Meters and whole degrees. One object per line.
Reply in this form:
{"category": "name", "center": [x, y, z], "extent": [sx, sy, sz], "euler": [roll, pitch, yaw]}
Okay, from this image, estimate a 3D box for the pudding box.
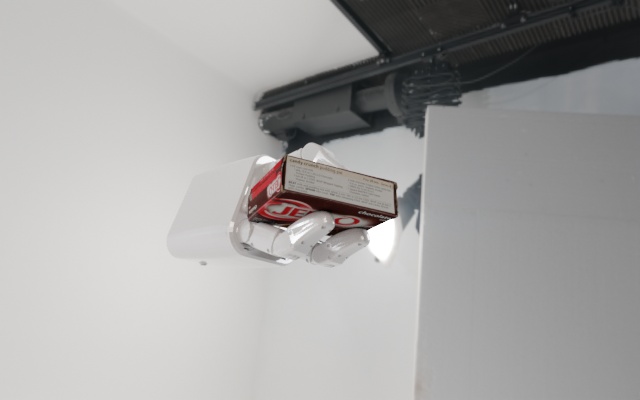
{"category": "pudding box", "center": [0.000, 0.001, 0.437], "extent": [0.113, 0.039, 0.090], "euler": [10, -21, -24]}
